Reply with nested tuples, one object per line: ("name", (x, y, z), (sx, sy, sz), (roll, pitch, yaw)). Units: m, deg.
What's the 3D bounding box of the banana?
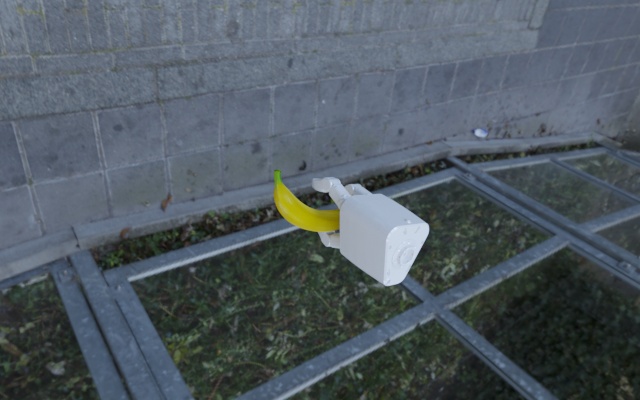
("banana", (-0.011, 0.018, 0.794), (0.198, 0.069, 0.037), (27, 1, -42))
